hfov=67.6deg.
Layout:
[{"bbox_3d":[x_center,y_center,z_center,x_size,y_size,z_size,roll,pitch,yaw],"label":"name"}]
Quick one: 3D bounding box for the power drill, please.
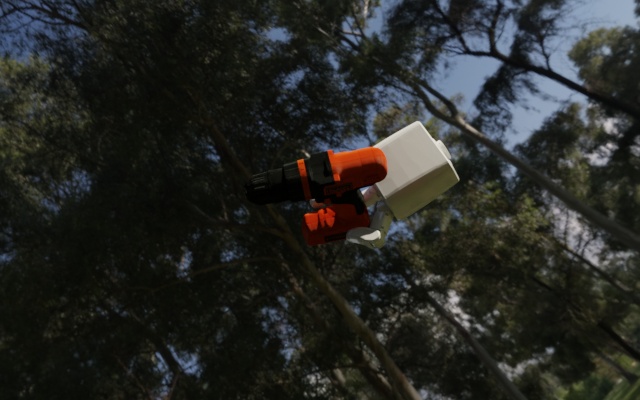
[{"bbox_3d":[0.000,0.002,0.665,0.184,0.057,0.188,-11,-26,0],"label":"power drill"}]
